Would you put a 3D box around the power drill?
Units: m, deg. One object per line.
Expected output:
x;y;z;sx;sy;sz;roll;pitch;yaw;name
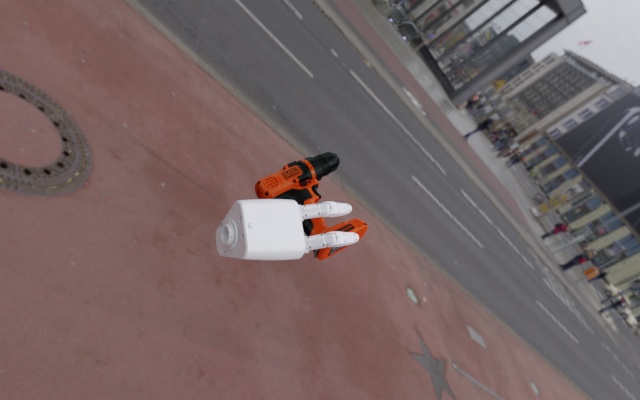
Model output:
0.000;0.003;0.870;0.184;0.187;0.057;-27;-25;-28;power drill
